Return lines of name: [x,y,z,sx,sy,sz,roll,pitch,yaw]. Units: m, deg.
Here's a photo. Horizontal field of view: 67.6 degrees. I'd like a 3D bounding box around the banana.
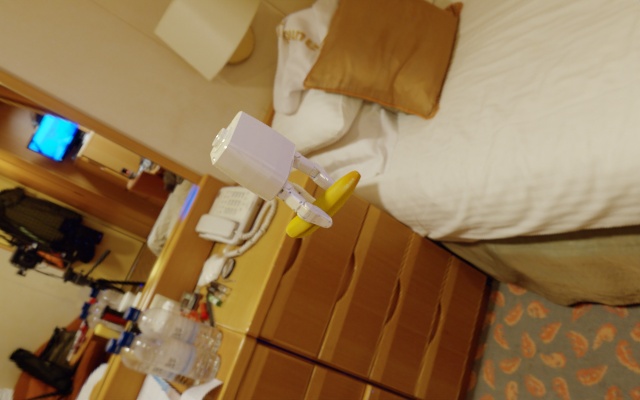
banana: [-0.007,0.017,0.795,0.037,0.069,0.198,36,-44,-16]
